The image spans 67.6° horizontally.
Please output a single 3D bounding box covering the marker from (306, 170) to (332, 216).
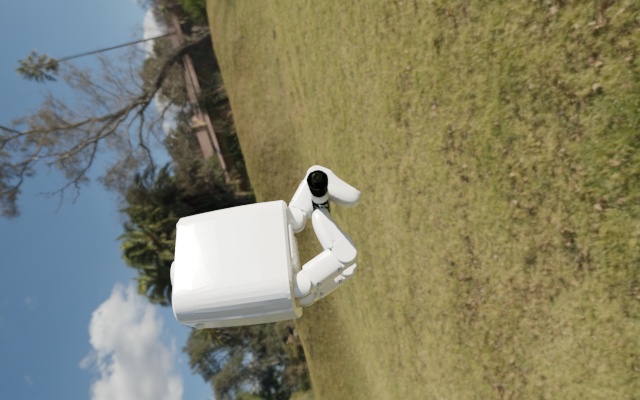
[{"bbox_3d":[0.000,0.001,0.453,0.020,0.020,0.121,0,-20,3],"label":"marker"}]
